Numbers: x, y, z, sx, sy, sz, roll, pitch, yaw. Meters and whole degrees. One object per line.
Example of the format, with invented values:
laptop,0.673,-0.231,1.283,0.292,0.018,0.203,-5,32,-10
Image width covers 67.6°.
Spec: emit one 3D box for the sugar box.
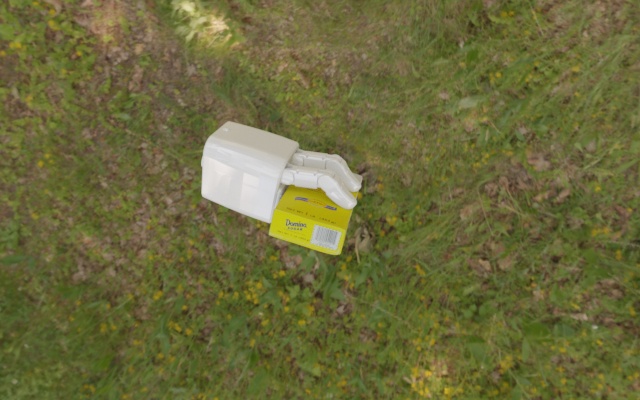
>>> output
sugar box,0.000,0.002,0.654,0.093,0.048,0.176,17,30,3
